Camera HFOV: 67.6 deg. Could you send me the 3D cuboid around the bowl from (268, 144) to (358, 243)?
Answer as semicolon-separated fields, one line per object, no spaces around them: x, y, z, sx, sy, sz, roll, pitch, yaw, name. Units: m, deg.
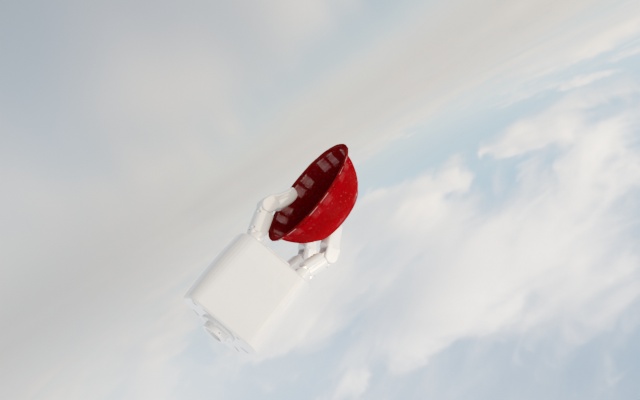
0.001;0.001;0.647;0.055;0.162;0.162;38;-13;-18;bowl
